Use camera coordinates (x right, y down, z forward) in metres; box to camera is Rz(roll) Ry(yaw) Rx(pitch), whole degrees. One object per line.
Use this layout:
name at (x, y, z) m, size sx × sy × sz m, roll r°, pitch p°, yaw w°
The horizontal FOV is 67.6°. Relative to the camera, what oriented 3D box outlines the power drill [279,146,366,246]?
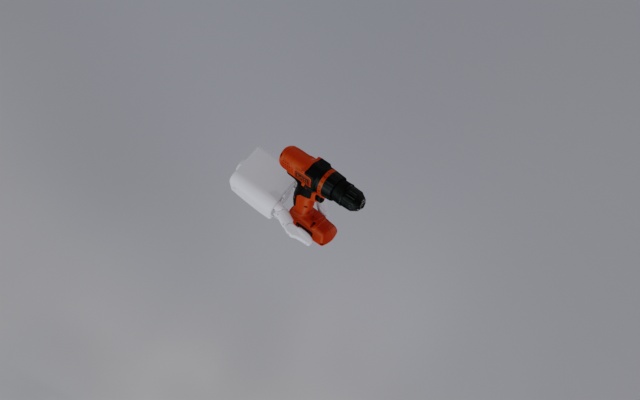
power drill at (0.000, 0.003, 0.900) m, size 0.184 × 0.188 × 0.057 m, roll 36°, pitch 56°, yaw 23°
